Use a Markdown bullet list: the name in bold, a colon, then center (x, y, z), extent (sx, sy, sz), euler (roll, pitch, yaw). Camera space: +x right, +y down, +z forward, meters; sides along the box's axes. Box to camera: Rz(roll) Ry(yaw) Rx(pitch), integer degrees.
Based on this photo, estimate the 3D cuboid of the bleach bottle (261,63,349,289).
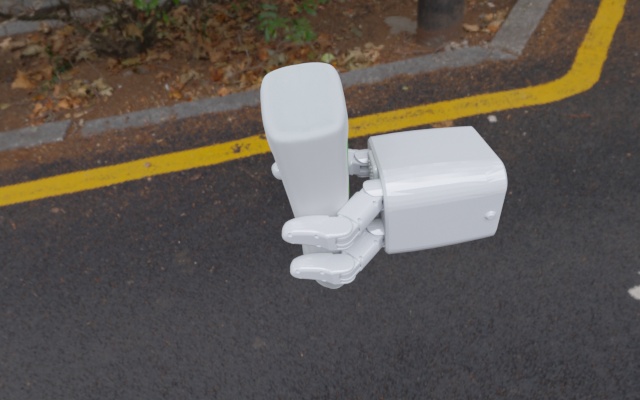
- **bleach bottle**: center (0.000, 0.002, 0.467), extent (0.068, 0.102, 0.251), euler (-9, -42, 1)
